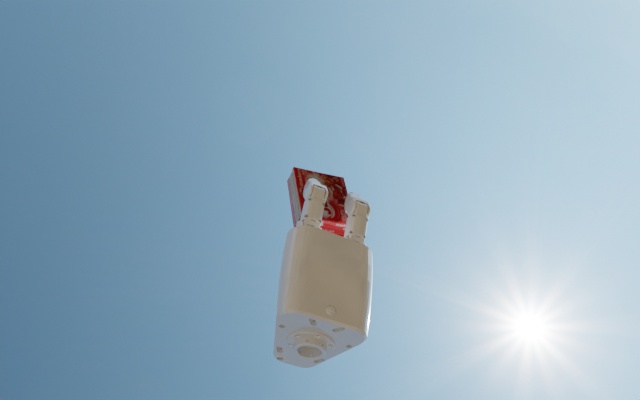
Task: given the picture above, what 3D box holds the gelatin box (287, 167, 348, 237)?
[{"bbox_3d":[0.000,0.002,0.605,0.073,0.089,0.030,11,-48,-22],"label":"gelatin box"}]
